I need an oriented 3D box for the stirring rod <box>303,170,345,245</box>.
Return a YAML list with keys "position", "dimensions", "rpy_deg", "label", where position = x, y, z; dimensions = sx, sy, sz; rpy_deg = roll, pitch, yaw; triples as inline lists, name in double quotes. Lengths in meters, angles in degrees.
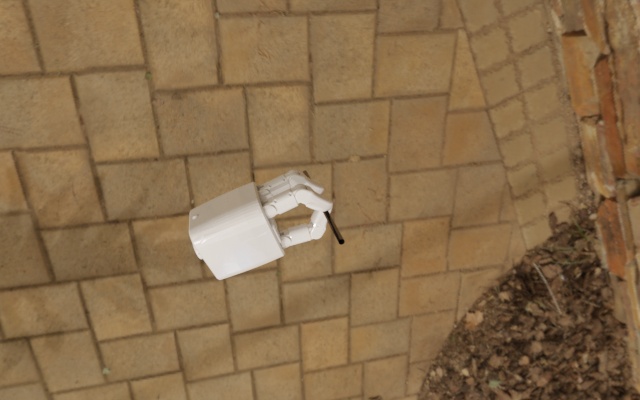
- position: [0.000, 0.002, 0.707]
  dimensions: [0.011, 0.011, 0.239]
  rpy_deg: [0, 25, -14]
  label: "stirring rod"
